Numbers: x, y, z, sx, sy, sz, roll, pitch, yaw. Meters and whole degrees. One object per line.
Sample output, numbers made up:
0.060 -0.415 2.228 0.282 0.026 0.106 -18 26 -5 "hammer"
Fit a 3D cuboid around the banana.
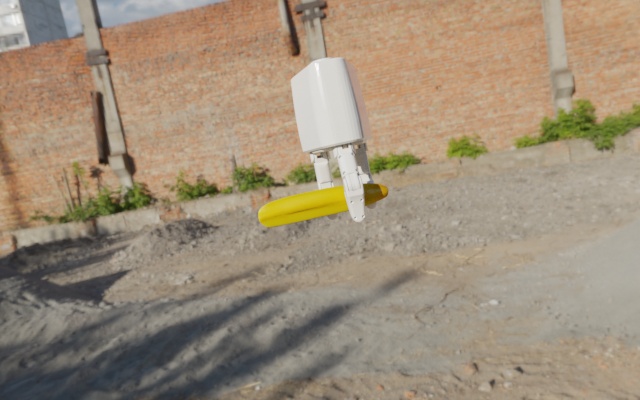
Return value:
-0.010 0.005 0.644 0.198 0.037 0.069 -13 2 22 "banana"
